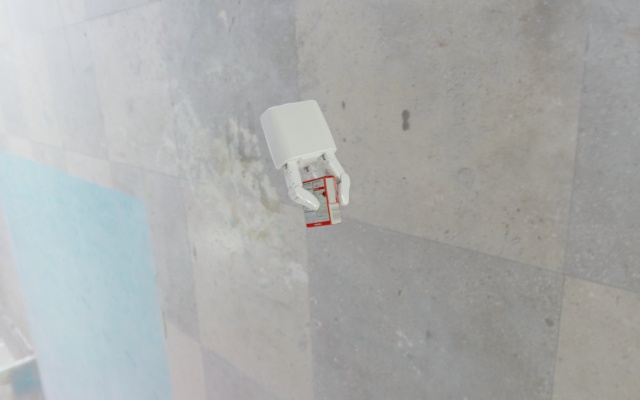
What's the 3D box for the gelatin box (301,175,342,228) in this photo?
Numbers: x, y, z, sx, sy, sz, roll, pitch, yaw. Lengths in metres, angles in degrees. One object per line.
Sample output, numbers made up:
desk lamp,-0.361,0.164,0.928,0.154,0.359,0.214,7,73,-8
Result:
gelatin box,0.000,0.003,0.880,0.030,0.089,0.073,-7,-3,-41
